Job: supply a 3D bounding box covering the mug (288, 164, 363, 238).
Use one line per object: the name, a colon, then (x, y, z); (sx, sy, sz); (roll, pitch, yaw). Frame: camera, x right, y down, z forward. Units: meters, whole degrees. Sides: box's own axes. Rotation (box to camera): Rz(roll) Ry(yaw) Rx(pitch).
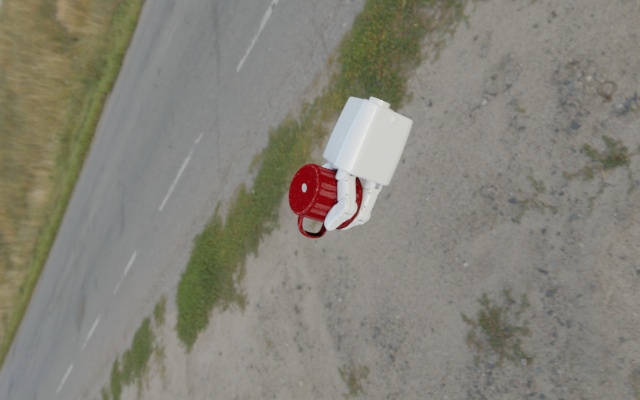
mug: (-0.001, 0.004, 0.737); (0.081, 0.117, 0.093); (16, 11, -34)
